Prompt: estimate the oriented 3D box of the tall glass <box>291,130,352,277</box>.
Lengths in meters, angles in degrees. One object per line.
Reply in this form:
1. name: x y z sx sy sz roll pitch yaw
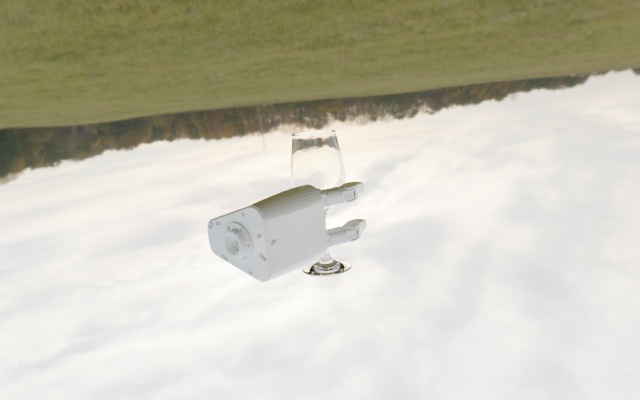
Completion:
1. tall glass: 0.000 0.003 0.685 0.079 0.201 0.079 -5 12 1
